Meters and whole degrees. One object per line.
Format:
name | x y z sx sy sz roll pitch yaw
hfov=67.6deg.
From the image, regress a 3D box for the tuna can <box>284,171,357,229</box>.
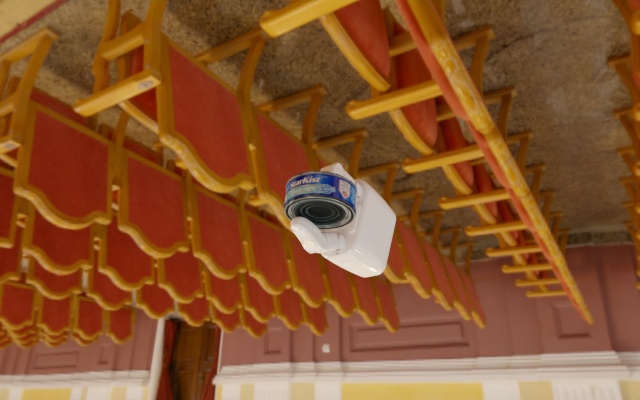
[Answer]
tuna can | 0.000 0.002 0.562 0.086 0.033 0.086 4 -29 2
